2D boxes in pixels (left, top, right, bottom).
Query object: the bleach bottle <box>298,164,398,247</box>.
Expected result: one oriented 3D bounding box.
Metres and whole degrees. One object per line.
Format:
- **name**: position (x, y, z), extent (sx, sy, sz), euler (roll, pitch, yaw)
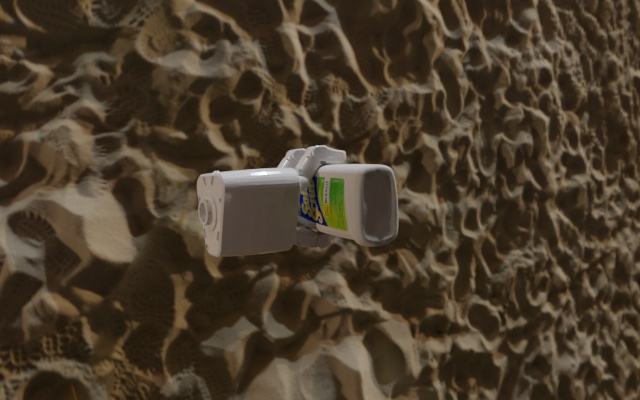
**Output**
- **bleach bottle**: position (0.000, 0.002, 0.672), extent (0.068, 0.102, 0.251), euler (-5, 3, -34)
